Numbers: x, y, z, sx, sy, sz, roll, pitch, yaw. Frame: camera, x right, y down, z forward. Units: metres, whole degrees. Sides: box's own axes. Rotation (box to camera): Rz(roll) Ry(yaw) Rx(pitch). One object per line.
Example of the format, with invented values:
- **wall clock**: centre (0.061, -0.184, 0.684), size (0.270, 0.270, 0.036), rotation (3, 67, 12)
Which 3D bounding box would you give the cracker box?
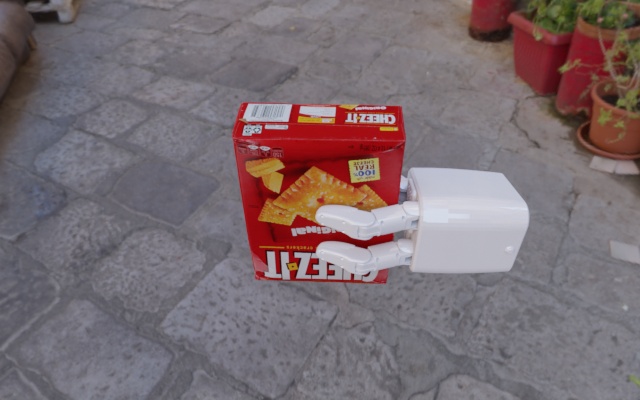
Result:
- **cracker box**: centre (0.000, 0.001, 0.525), size (0.164, 0.214, 0.072), rotation (2, 42, 3)
